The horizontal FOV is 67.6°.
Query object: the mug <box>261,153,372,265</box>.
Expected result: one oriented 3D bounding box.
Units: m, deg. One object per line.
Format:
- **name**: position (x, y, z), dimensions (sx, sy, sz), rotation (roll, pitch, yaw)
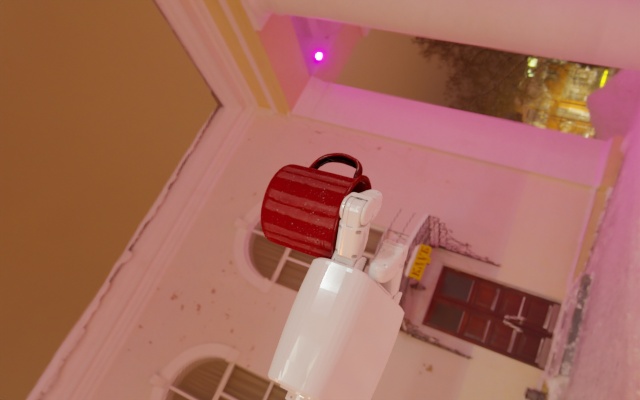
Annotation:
- **mug**: position (0.000, 0.000, 0.469), dimensions (0.081, 0.117, 0.093), rotation (15, -23, 22)
